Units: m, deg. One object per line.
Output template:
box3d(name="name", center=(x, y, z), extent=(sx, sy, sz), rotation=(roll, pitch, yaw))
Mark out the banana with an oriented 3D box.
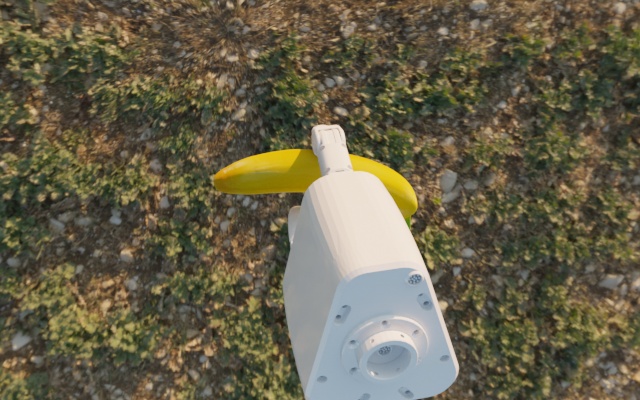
box3d(name="banana", center=(0.010, -0.012, 0.418), extent=(0.198, 0.070, 0.037), rotation=(14, 33, -18))
